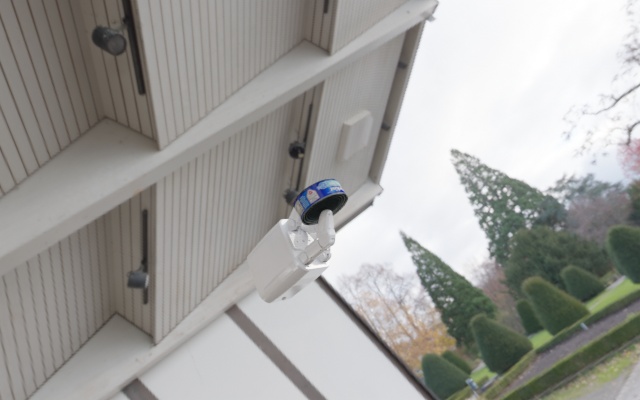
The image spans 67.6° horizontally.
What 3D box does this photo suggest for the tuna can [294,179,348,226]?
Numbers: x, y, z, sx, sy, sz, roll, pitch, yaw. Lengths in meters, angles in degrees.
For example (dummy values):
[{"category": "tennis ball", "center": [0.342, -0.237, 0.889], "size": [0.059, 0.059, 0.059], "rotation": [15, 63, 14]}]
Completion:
[{"category": "tuna can", "center": [0.000, 0.002, 0.780], "size": [0.086, 0.033, 0.086], "rotation": [-26, -23, -12]}]
